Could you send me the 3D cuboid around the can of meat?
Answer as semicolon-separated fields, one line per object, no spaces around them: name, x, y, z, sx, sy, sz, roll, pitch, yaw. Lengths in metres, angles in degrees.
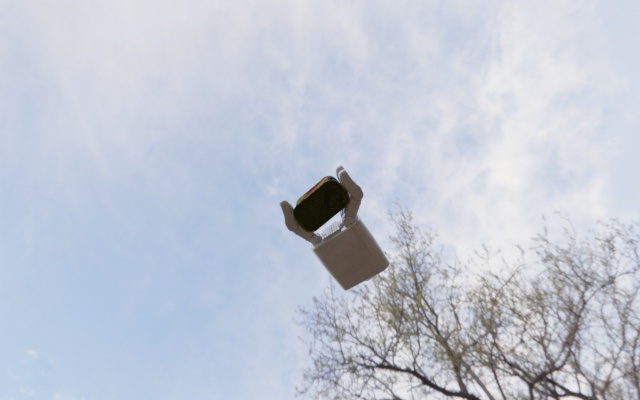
can of meat;0.000;0.003;0.869;0.102;0.057;0.084;-40;9;6
